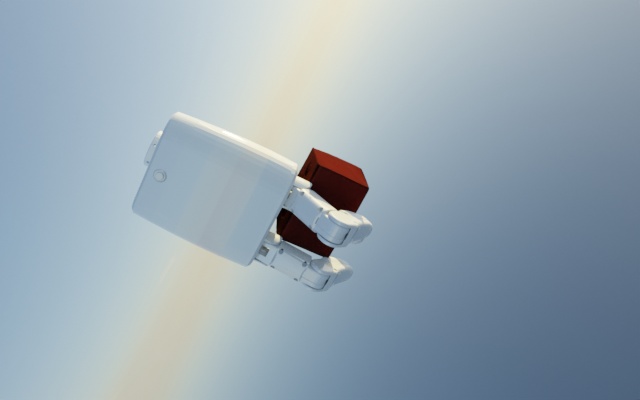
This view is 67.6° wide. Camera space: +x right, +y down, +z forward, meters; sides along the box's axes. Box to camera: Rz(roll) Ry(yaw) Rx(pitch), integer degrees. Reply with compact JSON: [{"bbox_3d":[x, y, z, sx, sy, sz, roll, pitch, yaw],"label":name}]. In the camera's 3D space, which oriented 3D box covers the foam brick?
[{"bbox_3d":[0.000,0.001,0.427,0.051,0.078,0.053,25,17,-14],"label":"foam brick"}]
